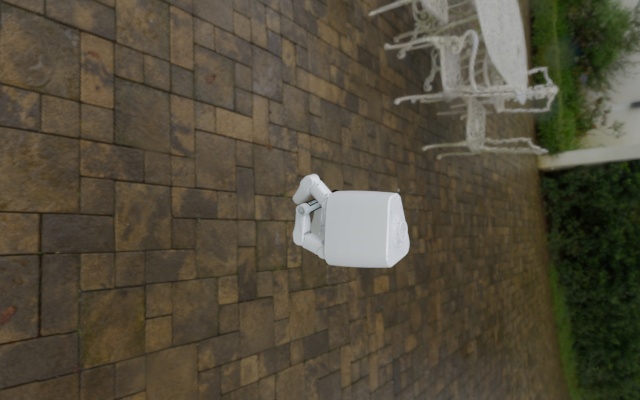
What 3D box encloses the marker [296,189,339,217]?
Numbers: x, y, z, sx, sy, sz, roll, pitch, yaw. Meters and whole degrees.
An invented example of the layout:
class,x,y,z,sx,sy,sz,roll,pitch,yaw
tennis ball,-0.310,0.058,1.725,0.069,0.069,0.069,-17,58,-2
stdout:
class,x,y,z,sx,sy,sz,roll,pitch,yaw
marker,0.000,0.003,0.784,0.020,0.020,0.121,0,13,32
